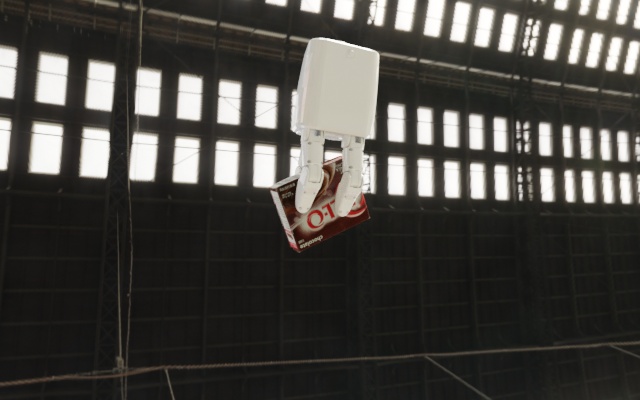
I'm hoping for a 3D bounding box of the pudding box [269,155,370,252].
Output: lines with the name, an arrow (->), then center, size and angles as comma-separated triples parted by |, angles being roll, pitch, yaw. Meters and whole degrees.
pudding box -> 0.000, 0.002, 0.620 | 0.113, 0.090, 0.039 | -24, 16, -18
